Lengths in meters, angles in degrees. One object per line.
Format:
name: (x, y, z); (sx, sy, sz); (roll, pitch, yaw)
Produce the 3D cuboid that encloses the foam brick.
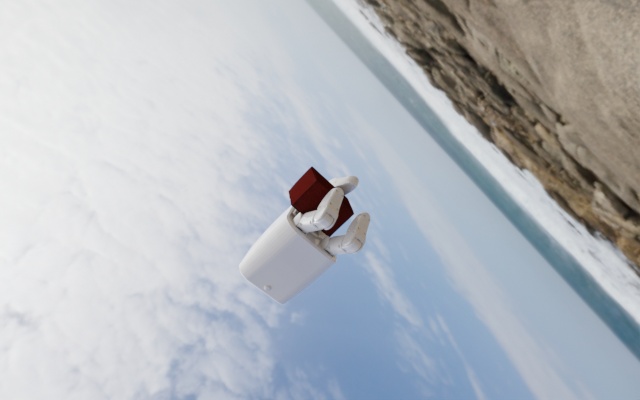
foam brick: (0.000, 0.002, 0.671); (0.078, 0.051, 0.053); (42, 13, -23)
